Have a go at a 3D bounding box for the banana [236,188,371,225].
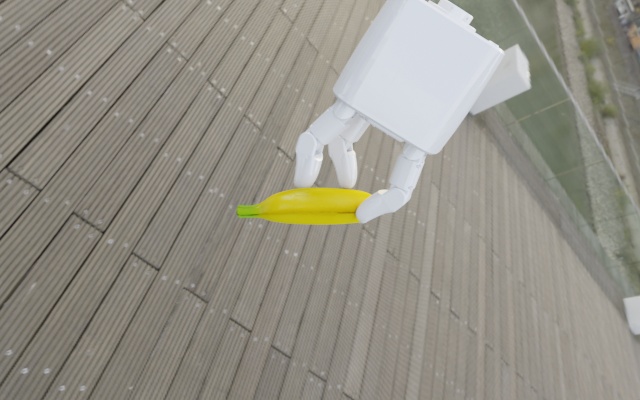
[{"bbox_3d":[0.011,0.004,0.507,0.069,0.037,0.198,11,7,44],"label":"banana"}]
